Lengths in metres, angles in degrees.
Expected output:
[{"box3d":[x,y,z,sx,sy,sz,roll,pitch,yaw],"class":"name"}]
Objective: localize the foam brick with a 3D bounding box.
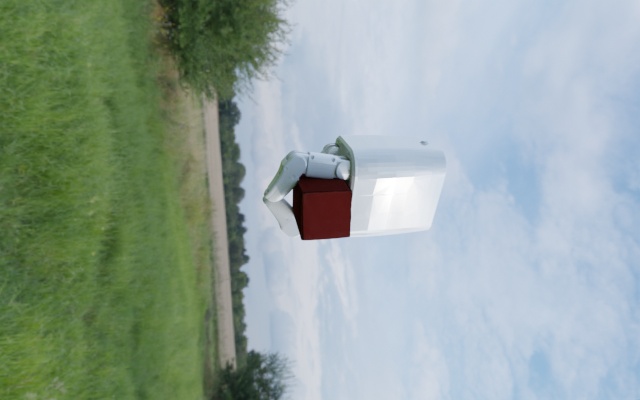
[{"box3d":[0.000,0.002,0.504,0.051,0.053,0.078,-2,22,-10],"class":"foam brick"}]
